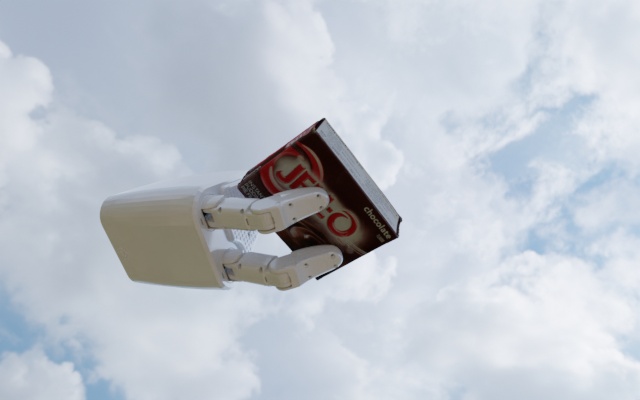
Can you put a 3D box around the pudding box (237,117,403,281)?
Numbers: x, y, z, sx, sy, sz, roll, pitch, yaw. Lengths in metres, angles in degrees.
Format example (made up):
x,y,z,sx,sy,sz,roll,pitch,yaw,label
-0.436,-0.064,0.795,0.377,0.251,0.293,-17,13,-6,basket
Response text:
x,y,z,sx,sy,sz,roll,pitch,yaw,label
0.000,0.001,0.402,0.090,0.113,0.039,-32,16,30,pudding box
